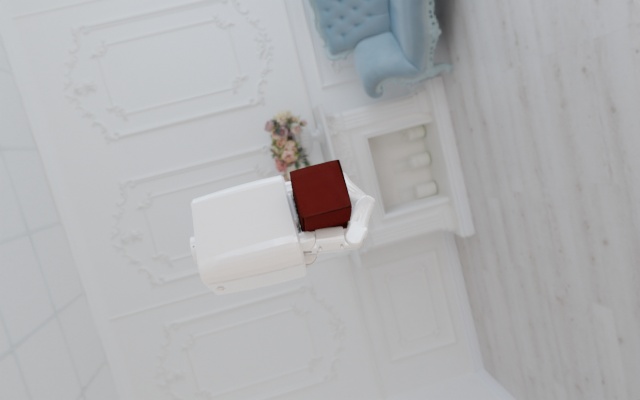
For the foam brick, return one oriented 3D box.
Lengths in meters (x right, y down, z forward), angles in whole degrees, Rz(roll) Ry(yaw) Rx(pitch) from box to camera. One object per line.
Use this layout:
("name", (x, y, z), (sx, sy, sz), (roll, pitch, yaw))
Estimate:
("foam brick", (0.000, 0.001, 0.494), (0.051, 0.053, 0.078), (-13, -21, -5))
